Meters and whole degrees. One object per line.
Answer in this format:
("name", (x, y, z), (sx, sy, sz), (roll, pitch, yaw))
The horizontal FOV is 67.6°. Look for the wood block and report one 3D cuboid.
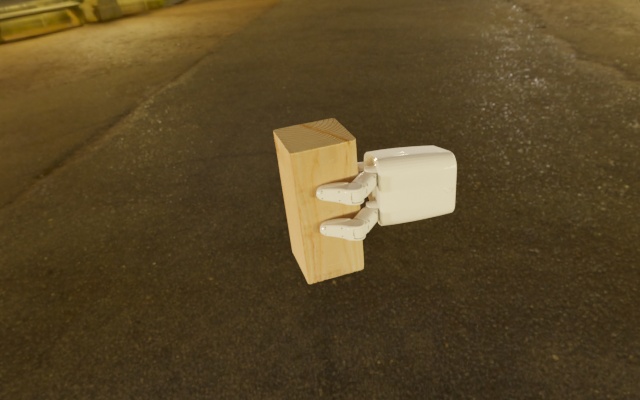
("wood block", (0.000, 0.002, 0.674), (0.090, 0.206, 0.090), (-14, 31, -12))
